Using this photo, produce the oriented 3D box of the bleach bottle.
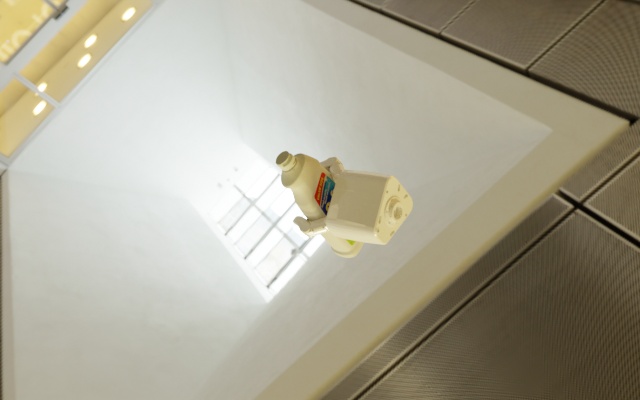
[{"bbox_3d":[0.000,0.003,0.874,0.068,0.102,0.251,11,-25,44],"label":"bleach bottle"}]
